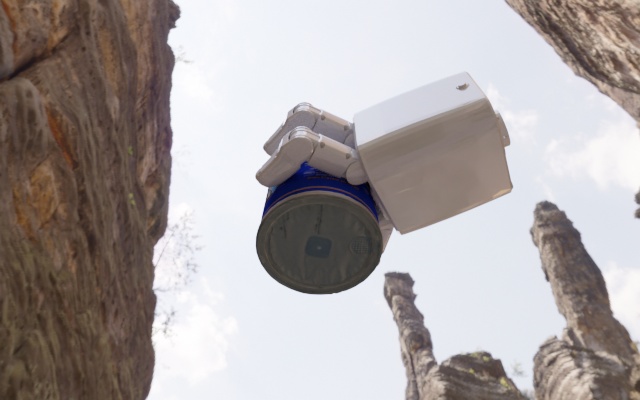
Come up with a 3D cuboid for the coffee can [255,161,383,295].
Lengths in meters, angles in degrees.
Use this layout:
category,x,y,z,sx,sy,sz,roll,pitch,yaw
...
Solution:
category,x,y,z,sx,sy,sz,roll,pitch,yaw
coffee can,0.000,0.002,0.441,0.103,0.103,0.140,0,33,1
